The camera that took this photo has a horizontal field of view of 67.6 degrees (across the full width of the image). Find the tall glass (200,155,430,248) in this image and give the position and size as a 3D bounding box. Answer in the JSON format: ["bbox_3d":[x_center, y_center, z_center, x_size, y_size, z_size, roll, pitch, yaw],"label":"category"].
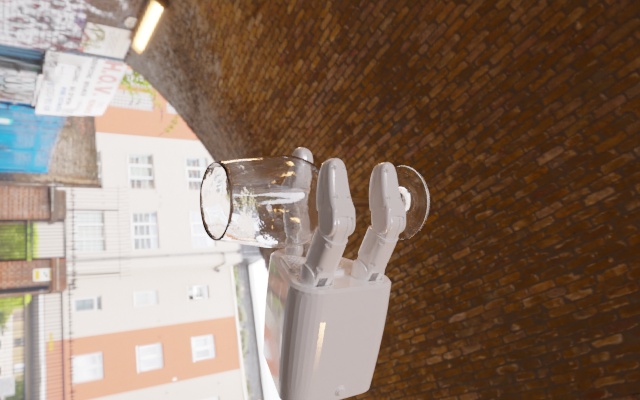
[{"bbox_3d":[0.001,0.001,0.423,0.201,0.079,0.079,1,-1,-35],"label":"tall glass"}]
